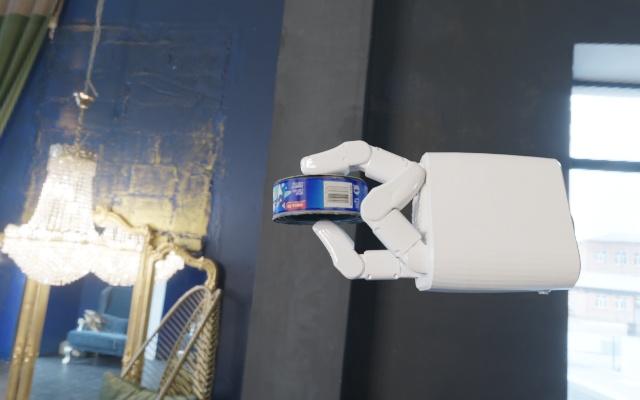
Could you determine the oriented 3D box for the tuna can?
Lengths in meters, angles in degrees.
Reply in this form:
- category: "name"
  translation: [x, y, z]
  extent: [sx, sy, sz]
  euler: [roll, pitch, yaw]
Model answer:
- category: "tuna can"
  translation: [0.000, 0.001, 0.427]
  extent: [0.086, 0.033, 0.086]
  euler: [-1, -9, 0]
